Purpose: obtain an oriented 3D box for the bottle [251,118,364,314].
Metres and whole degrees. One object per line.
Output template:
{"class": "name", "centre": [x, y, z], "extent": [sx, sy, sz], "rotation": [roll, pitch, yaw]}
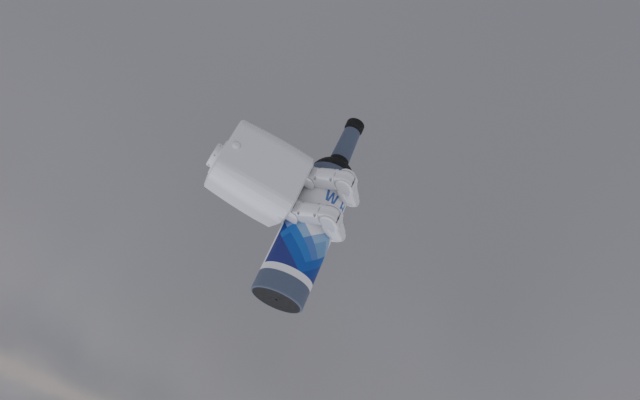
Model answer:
{"class": "bottle", "centre": [0.000, 0.002, 0.636], "extent": [0.069, 0.295, 0.069], "rotation": [18, -31, 11]}
